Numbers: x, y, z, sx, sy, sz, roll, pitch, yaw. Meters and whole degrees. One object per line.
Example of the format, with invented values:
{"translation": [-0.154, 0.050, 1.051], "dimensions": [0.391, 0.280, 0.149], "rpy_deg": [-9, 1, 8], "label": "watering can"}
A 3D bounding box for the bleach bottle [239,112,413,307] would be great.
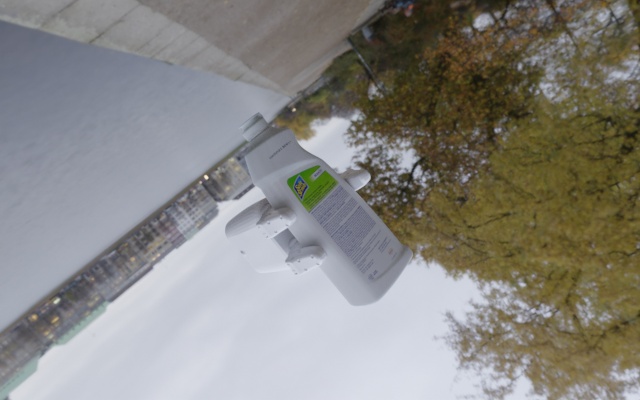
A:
{"translation": [0.000, 0.002, 0.563], "dimensions": [0.102, 0.251, 0.068], "rpy_deg": [-46, 13, -36], "label": "bleach bottle"}
